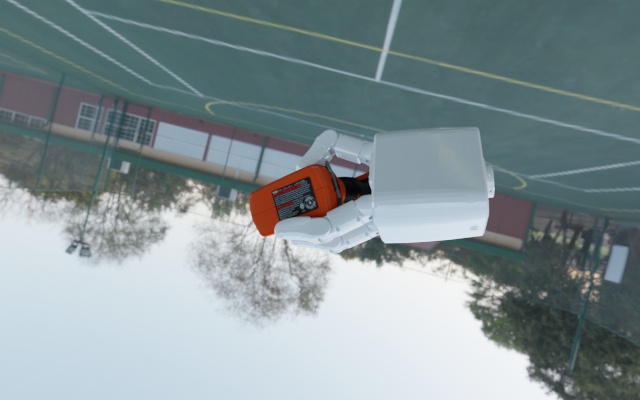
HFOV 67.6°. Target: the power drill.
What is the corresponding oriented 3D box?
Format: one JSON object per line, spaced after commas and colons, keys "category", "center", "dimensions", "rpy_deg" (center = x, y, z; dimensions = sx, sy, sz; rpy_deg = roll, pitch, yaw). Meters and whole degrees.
{"category": "power drill", "center": [0.000, 0.002, 0.581], "dimensions": [0.184, 0.057, 0.187], "rpy_deg": [-24, -8, 29]}
